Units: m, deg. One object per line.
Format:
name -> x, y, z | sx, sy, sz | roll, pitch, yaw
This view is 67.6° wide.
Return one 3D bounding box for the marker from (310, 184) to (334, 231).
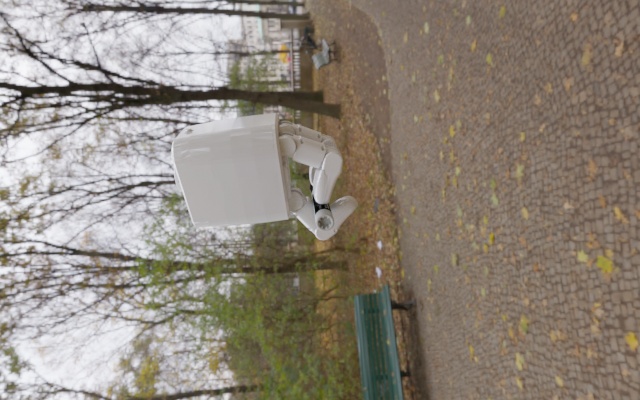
marker -> 0.000, 0.002, 0.533 | 0.020, 0.020, 0.121 | 0, 20, -5
